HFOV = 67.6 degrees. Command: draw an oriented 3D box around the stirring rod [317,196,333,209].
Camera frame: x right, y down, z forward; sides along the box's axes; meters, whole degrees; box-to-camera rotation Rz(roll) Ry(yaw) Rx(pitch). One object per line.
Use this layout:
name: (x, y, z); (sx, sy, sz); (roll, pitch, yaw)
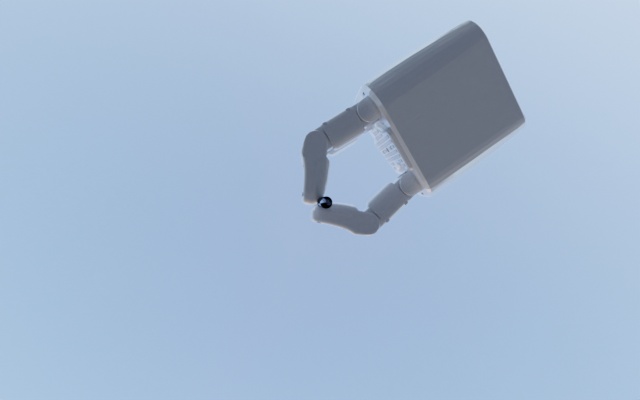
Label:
stirring rod: (0.000, 0.001, 0.425); (0.011, 0.011, 0.239); (0, 0, -2)
